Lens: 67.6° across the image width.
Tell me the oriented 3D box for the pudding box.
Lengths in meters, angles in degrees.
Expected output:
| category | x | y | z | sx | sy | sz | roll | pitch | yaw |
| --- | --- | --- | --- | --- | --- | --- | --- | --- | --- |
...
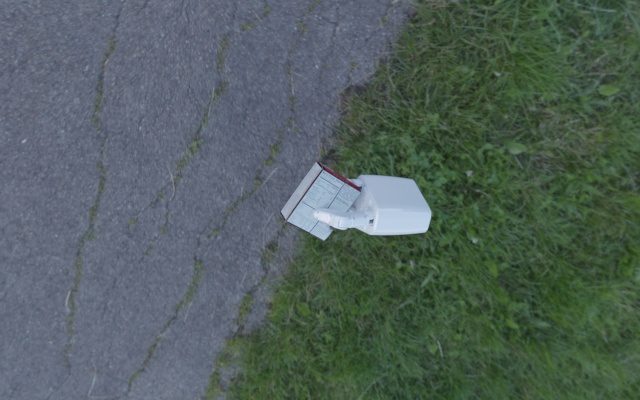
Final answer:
| category | x | y | z | sx | sy | sz | roll | pitch | yaw |
| --- | --- | --- | --- | --- | --- | --- | --- | --- | --- |
| pudding box | 0.000 | 0.003 | 0.804 | 0.090 | 0.113 | 0.039 | 30 | 11 | -29 |
